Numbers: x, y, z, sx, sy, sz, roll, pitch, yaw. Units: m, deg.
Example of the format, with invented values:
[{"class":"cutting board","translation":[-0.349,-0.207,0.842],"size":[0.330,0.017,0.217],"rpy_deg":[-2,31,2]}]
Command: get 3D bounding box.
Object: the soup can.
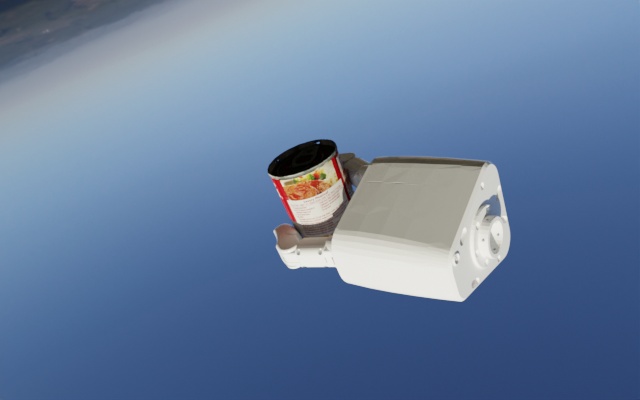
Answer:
[{"class":"soup can","translation":[0.000,0.002,0.461],"size":[0.068,0.102,0.068],"rpy_deg":[-18,28,10]}]
